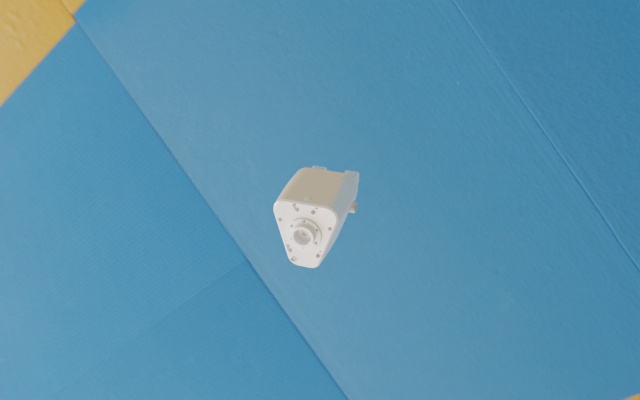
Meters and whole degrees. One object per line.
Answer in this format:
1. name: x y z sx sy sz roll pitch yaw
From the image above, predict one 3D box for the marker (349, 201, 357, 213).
1. marker: 0.000 0.003 0.797 0.121 0.020 0.020 9 2 14
